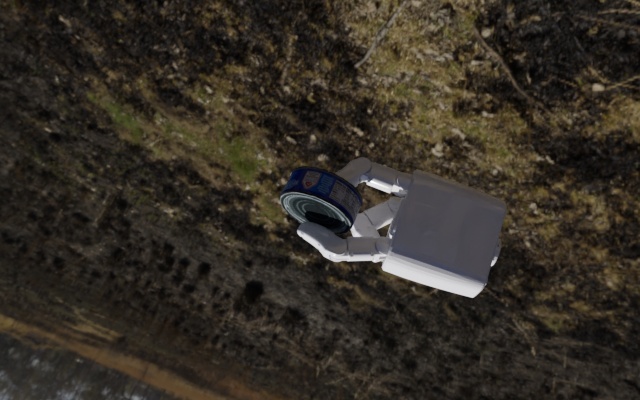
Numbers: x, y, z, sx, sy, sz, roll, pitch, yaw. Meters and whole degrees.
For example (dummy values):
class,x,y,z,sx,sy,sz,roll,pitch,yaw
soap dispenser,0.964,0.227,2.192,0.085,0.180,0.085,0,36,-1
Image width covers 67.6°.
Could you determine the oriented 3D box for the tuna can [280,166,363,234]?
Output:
class,x,y,z,sx,sy,sz,roll,pitch,yaw
tuna can,0.000,0.002,0.518,0.086,0.033,0.086,20,-25,10
